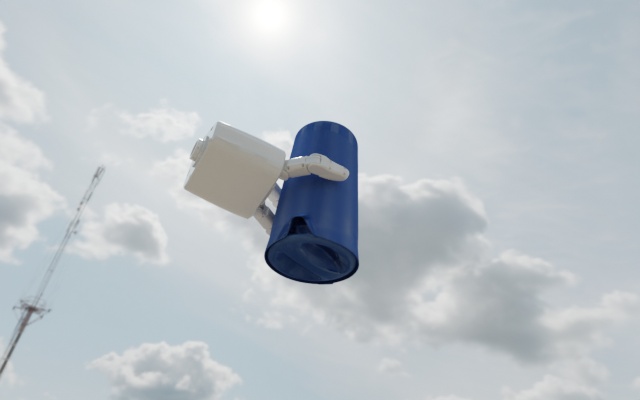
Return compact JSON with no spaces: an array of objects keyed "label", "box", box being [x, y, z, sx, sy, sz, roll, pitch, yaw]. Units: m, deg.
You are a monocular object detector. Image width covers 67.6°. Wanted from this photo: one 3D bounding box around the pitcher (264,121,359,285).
[{"label":"pitcher","box":[0.000,0.002,0.741,0.145,0.242,0.149,24,-40,-20]}]
